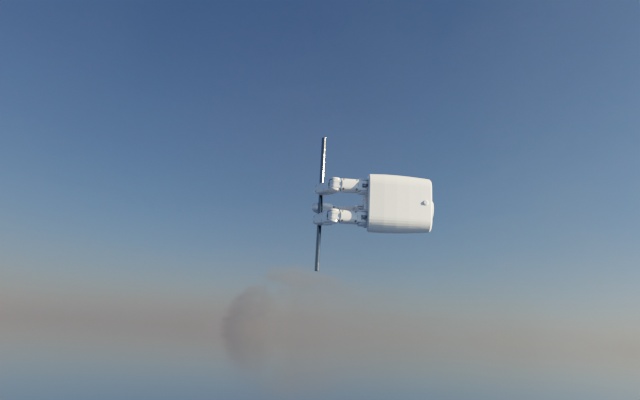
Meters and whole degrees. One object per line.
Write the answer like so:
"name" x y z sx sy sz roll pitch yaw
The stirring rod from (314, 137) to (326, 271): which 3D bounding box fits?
"stirring rod" 0.000 0.003 0.836 0.011 0.239 0.011 3 -15 1
